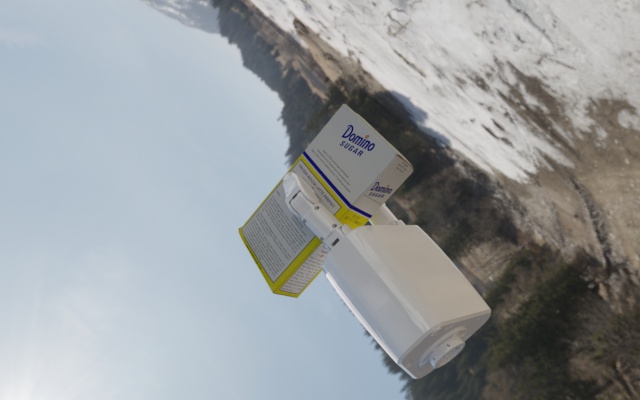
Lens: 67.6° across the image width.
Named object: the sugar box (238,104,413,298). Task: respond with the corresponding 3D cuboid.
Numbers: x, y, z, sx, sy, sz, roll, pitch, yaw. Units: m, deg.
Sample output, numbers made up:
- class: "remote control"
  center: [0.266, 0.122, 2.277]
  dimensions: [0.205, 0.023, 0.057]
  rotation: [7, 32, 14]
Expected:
- class: "sugar box"
  center: [0.000, 0.002, 0.474]
  dimensions: [0.048, 0.176, 0.093]
  rotation: [29, 18, -51]
